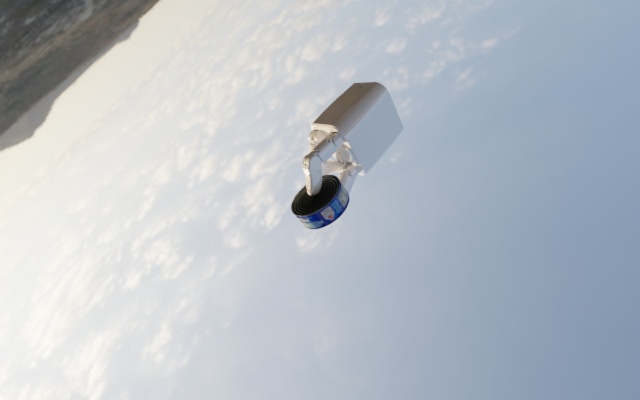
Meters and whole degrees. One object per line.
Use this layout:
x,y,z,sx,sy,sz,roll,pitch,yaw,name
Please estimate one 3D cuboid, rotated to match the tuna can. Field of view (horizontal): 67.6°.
0.000,0.003,0.719,0.086,0.086,0.034,0,-44,46,tuna can
